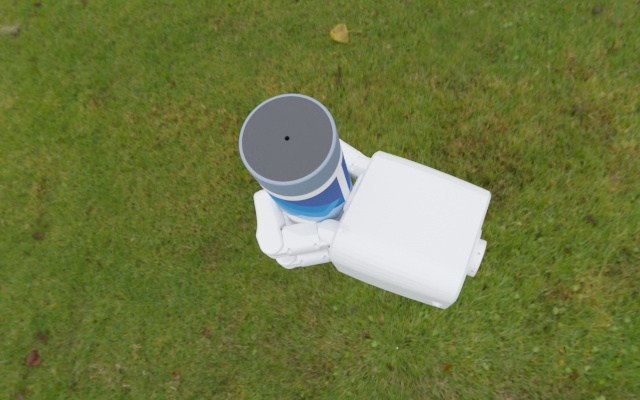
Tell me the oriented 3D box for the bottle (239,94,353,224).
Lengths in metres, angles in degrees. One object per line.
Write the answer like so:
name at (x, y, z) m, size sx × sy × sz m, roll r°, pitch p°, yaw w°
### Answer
bottle at (0.000, 0.001, 0.454) m, size 0.069 × 0.069 × 0.296 m, roll 0°, pitch -17°, yaw 9°
